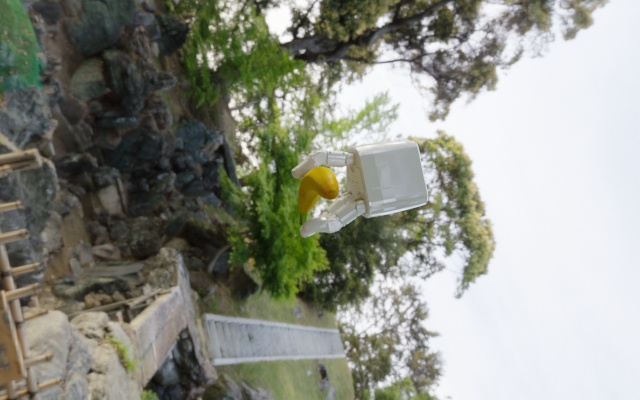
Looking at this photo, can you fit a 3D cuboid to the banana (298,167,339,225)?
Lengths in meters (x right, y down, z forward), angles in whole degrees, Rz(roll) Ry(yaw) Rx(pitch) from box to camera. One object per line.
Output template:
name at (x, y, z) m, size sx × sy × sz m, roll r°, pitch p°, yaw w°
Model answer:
banana at (-0.004, -0.015, 0.703) m, size 0.037 × 0.069 × 0.198 m, roll -8°, pitch -12°, yaw -14°
